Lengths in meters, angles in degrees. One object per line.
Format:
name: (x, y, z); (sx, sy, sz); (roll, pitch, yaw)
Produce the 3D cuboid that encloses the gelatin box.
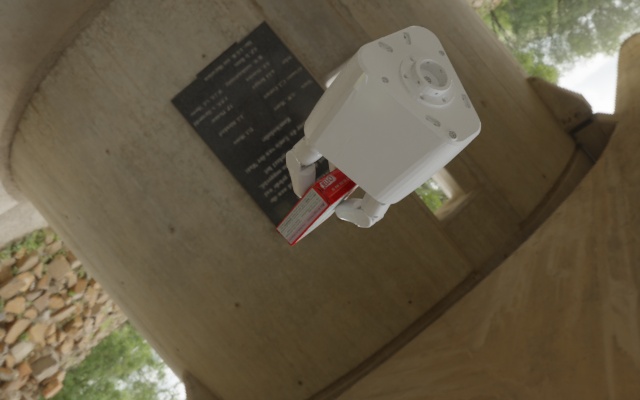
gelatin box: (0.000, 0.002, 0.512); (0.073, 0.030, 0.089); (-37, -9, -46)
